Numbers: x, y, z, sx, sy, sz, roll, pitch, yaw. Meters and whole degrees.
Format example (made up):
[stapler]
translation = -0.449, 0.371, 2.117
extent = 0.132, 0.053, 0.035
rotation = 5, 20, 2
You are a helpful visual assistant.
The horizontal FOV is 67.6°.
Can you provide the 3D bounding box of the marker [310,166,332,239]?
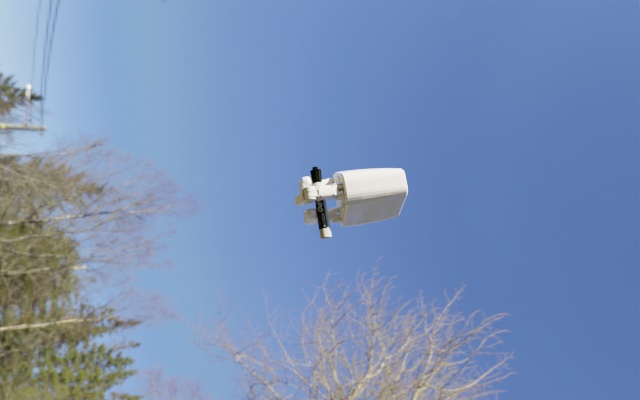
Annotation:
[marker]
translation = 0.000, 0.003, 0.791
extent = 0.020, 0.121, 0.020
rotation = -9, -10, -2
